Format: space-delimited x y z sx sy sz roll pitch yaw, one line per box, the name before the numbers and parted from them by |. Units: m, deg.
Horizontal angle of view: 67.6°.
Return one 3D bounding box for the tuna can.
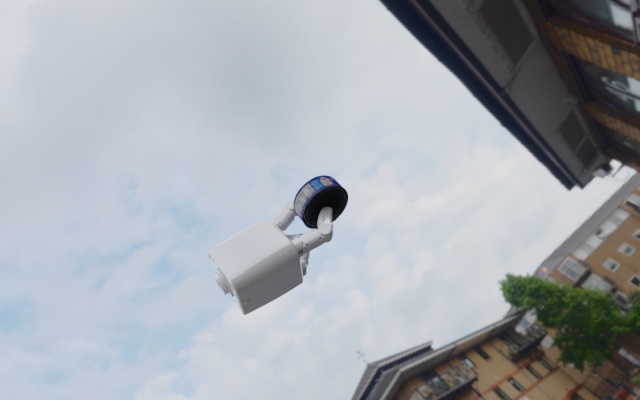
tuna can | 0.000 0.002 0.763 0.086 0.086 0.033 0 36 -41
